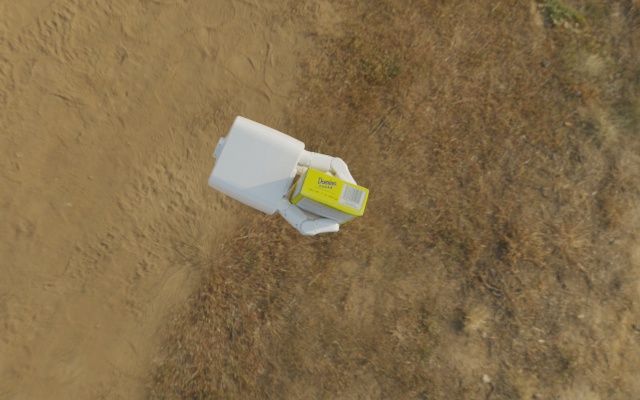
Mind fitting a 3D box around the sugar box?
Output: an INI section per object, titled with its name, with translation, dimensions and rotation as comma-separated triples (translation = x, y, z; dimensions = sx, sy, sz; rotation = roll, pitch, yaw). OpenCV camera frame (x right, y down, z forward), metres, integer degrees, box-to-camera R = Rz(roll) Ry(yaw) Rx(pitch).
[sugar box]
translation = 0.000, 0.002, 0.727
dimensions = 0.093, 0.048, 0.176
rotation = 21, -11, -10
